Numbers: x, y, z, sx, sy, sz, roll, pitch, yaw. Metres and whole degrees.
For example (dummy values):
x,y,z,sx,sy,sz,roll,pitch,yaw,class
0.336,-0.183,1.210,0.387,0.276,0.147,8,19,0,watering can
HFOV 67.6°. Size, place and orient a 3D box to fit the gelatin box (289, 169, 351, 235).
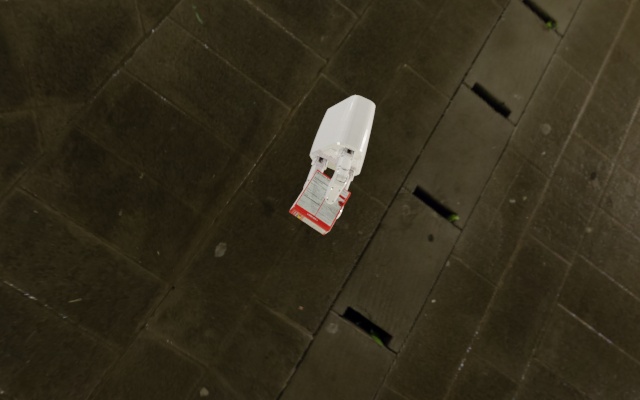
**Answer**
x,y,z,sx,sy,sz,roll,pitch,yaw,class
0.000,0.003,0.820,0.073,0.089,0.030,34,-29,-6,gelatin box
